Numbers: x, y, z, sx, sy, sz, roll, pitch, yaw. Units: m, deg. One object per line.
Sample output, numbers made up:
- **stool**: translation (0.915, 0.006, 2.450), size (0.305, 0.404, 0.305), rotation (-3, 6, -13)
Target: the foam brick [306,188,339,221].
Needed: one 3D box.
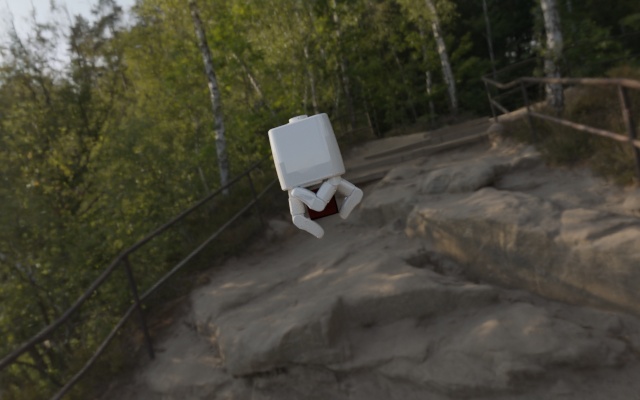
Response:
- **foam brick**: translation (0.000, 0.003, 0.852), size (0.053, 0.051, 0.078), rotation (-16, 2, -2)
